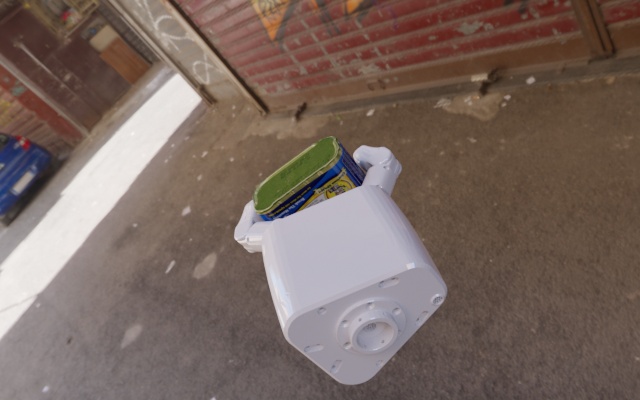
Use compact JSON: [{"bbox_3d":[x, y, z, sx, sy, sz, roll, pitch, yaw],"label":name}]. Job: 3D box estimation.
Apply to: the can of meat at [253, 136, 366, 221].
[{"bbox_3d":[0.000,0.001,0.446,0.102,0.084,0.057,-36,31,11],"label":"can of meat"}]
